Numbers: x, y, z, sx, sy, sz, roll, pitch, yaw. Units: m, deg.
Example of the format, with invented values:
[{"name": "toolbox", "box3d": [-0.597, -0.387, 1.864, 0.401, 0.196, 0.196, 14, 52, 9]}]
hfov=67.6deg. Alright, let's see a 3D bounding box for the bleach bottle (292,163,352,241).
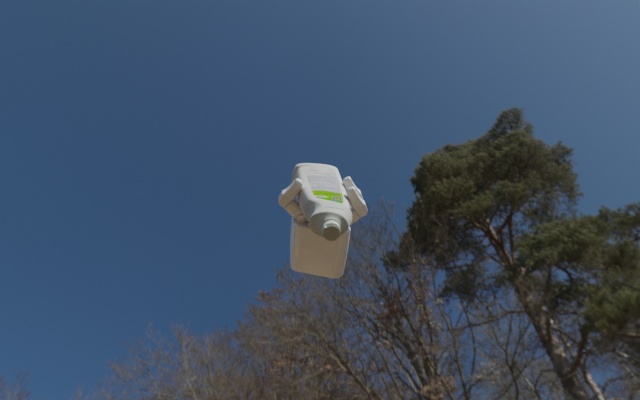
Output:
[{"name": "bleach bottle", "box3d": [0.000, 0.003, 0.887, 0.102, 0.068, 0.250, 2, 24, -6]}]
